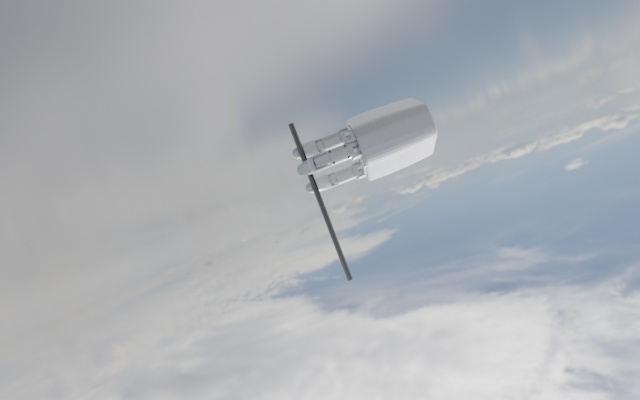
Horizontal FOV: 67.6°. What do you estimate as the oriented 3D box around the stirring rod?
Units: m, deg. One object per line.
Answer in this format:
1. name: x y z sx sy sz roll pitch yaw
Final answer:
1. stirring rod: 0.000 0.002 0.689 0.011 0.239 0.011 -21 1 0
